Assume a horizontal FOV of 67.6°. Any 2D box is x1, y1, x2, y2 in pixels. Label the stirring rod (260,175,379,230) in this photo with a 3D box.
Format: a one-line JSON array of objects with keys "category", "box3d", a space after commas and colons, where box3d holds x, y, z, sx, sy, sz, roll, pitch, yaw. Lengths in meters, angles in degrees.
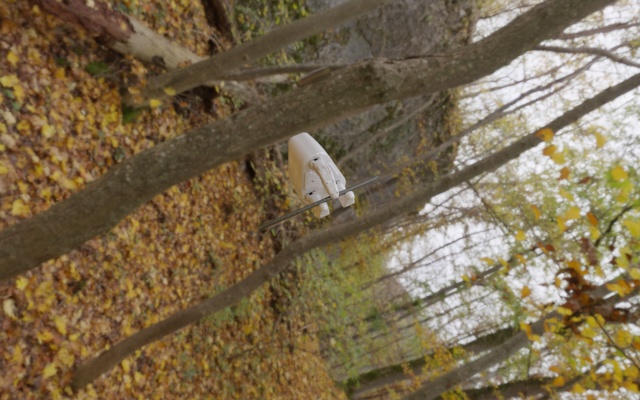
[{"category": "stirring rod", "box3d": [0.000, 0.003, 0.886, 0.239, 0.011, 0.011, -23, 3, -8]}]
